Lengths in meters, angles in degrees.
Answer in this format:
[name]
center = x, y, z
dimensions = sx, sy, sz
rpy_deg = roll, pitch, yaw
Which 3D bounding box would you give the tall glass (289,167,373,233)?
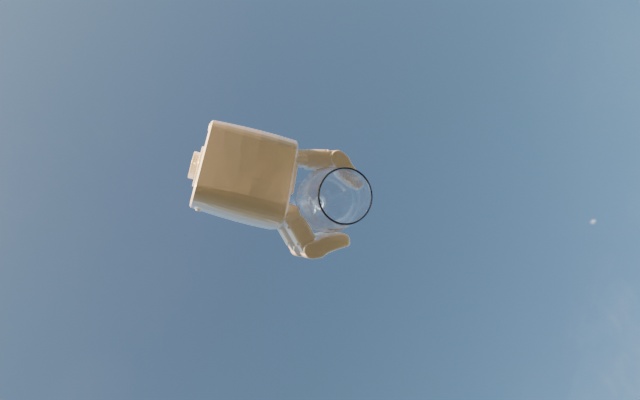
[tall glass]
center = 0.000, 0.002, 0.600
dimensions = 0.079, 0.079, 0.201
rpy_deg = 0, -4, -16
